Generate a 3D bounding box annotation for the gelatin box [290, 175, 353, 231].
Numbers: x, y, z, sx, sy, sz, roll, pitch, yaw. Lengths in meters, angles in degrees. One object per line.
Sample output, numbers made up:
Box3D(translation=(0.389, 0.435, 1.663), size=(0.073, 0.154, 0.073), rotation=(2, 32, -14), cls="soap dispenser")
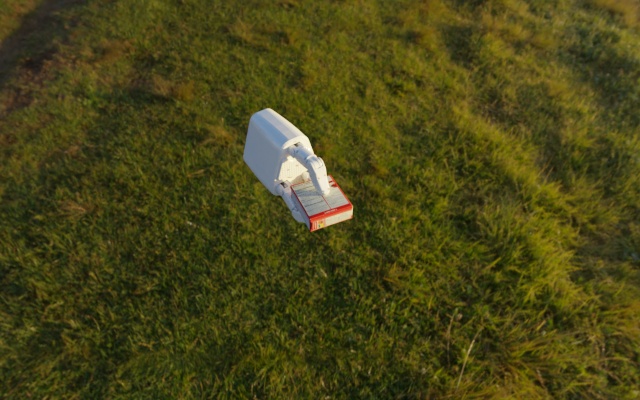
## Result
Box3D(translation=(0.000, 0.002, 0.767), size=(0.073, 0.030, 0.089), rotation=(-17, 44, -17), cls="gelatin box")
